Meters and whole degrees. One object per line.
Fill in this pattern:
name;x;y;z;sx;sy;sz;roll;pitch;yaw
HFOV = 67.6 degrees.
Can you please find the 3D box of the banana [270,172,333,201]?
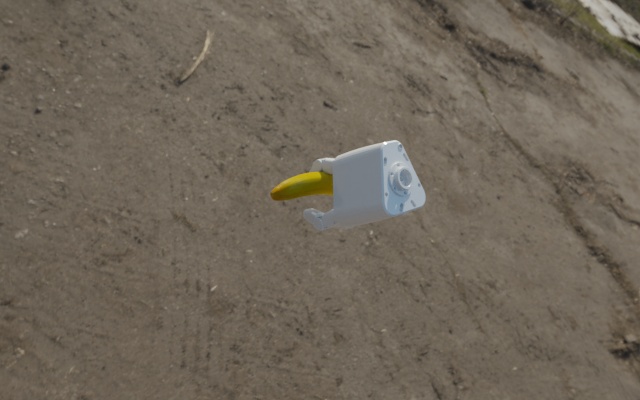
banana;0.009;-0.014;0.793;0.198;0.069;0.037;15;6;-39
